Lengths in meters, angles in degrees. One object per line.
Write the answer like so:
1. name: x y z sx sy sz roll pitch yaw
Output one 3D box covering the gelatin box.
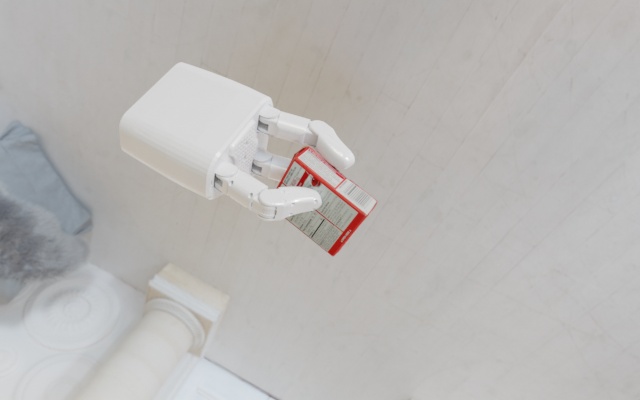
1. gelatin box: 0.000 0.002 0.466 0.030 0.089 0.073 -45 -8 -46
